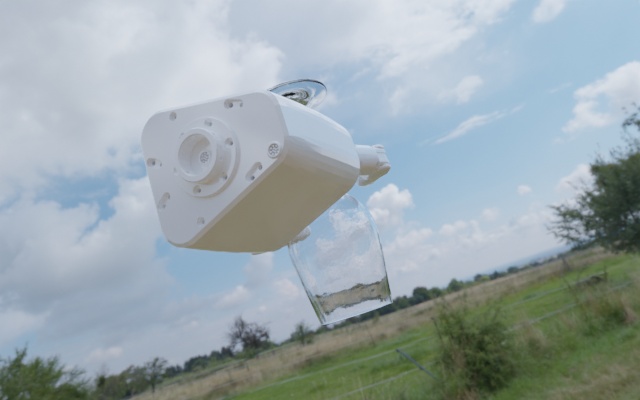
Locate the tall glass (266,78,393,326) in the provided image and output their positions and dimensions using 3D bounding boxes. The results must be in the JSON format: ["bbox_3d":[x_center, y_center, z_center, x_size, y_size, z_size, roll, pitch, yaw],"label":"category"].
[{"bbox_3d":[0.000,0.001,0.413,0.079,0.201,0.079,-17,-13,-4],"label":"tall glass"}]
